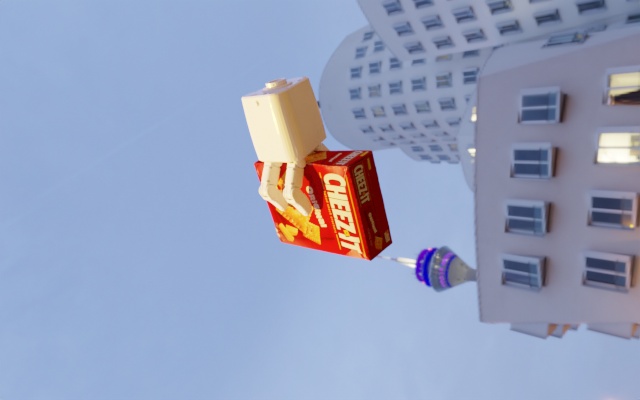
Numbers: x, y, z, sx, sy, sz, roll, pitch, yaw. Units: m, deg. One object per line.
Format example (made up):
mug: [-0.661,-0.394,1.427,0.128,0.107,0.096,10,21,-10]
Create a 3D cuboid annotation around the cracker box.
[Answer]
cracker box: [0.000,0.003,0.796,0.213,0.164,0.072,7,31,43]
